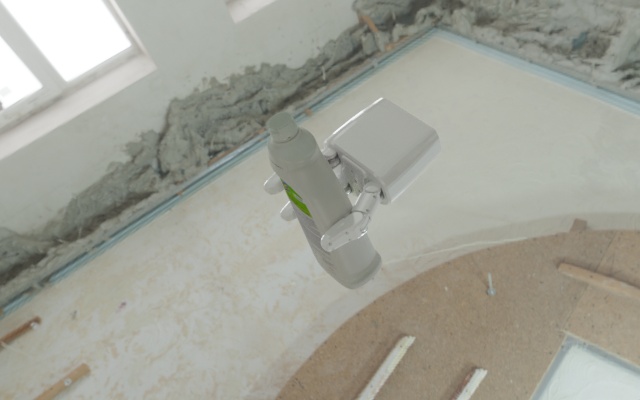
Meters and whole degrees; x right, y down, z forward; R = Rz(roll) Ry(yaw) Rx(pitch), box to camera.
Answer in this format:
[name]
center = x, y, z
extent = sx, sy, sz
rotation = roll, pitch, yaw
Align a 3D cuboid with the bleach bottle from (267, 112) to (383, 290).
[bleach bottle]
center = 0.000, 0.002, 0.586
extent = 0.068, 0.251, 0.102
rotation = -40, 45, -16
